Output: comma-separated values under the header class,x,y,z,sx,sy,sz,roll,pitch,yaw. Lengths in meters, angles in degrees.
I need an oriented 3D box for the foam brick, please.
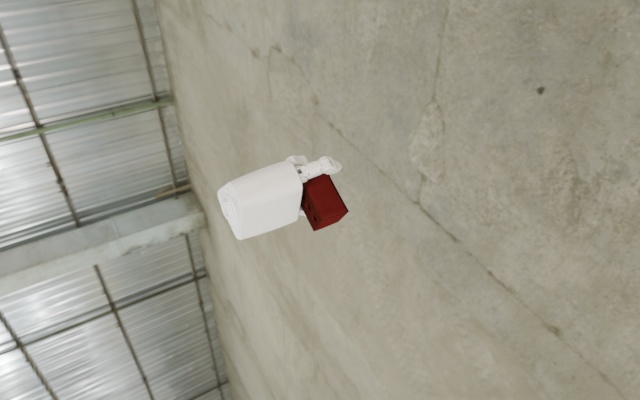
class,x,y,z,sx,sy,sz,roll,pitch,yaw
foam brick,0.000,0.003,0.791,0.051,0.078,0.053,-21,-16,-26
